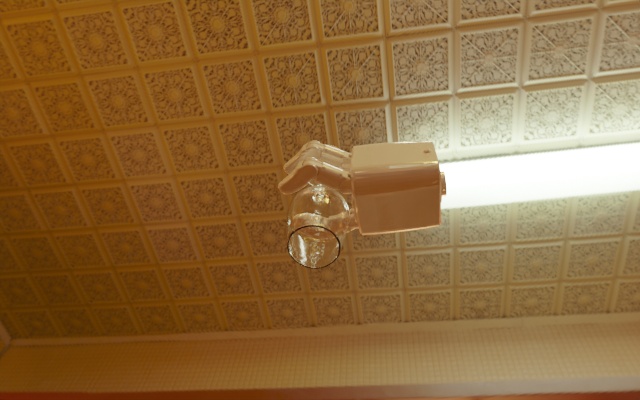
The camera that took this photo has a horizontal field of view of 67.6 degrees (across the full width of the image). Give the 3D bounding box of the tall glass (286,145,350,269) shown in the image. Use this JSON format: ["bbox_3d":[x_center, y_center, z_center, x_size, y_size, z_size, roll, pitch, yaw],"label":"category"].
[{"bbox_3d":[0.000,0.002,0.626,0.079,0.079,0.201,0,31,6],"label":"tall glass"}]
